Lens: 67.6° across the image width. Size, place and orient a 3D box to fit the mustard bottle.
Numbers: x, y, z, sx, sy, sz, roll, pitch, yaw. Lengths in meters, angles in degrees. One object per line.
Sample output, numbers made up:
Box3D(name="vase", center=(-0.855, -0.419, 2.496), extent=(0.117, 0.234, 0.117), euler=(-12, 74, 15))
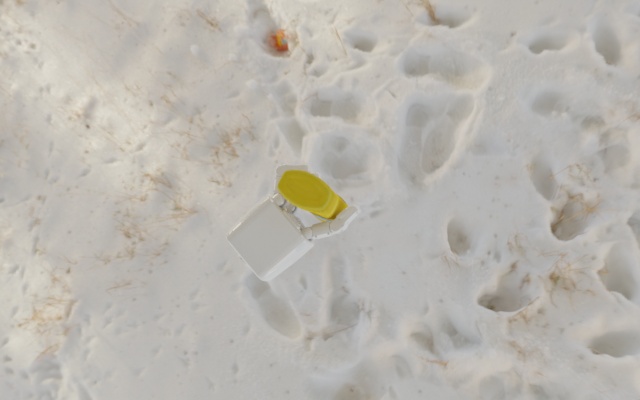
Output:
Box3D(name="mustard bottle", center=(0.000, 0.002, 0.836), extent=(0.096, 0.058, 0.192), euler=(24, -4, 20))
